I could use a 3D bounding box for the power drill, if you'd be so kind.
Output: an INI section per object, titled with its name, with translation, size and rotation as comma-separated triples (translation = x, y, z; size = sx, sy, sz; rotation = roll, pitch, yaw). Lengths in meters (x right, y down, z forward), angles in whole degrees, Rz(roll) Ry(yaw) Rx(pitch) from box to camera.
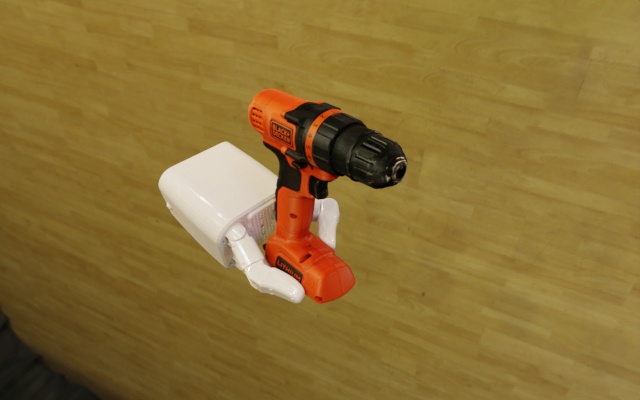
[power drill]
translation = 0.000, 0.002, 0.451
size = 0.057, 0.188, 0.184
rotation = -19, 36, -34
